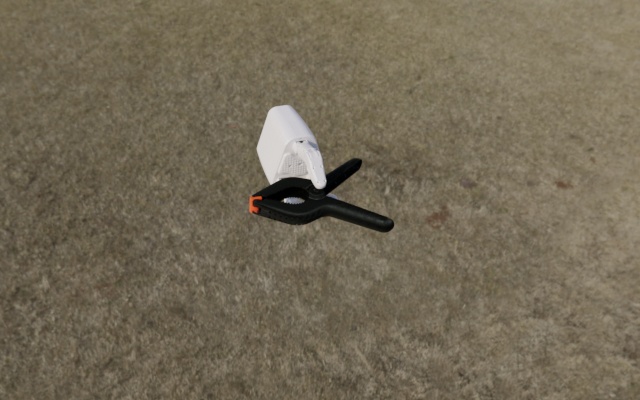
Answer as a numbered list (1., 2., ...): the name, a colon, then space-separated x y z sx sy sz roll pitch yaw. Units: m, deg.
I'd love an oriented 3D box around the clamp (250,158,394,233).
1. clamp: 0.000 0.002 0.726 0.210 0.036 0.164 -11 44 -20
